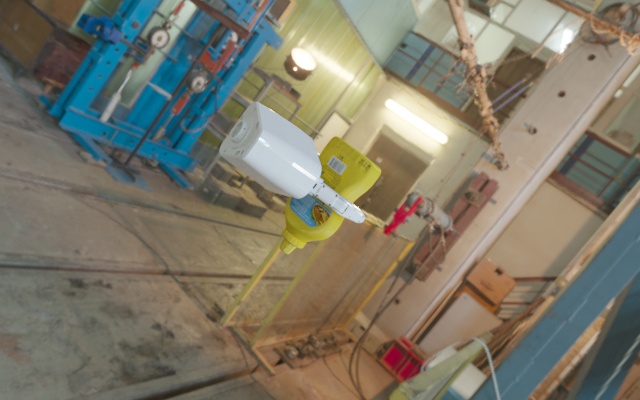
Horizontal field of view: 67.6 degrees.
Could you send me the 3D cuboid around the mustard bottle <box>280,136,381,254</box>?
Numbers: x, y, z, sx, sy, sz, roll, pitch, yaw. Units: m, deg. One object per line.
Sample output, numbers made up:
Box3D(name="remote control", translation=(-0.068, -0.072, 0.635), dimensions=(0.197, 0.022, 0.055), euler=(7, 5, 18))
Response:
Box3D(name="mustard bottle", translation=(0.000, 0.002, 0.729), dimensions=(0.096, 0.191, 0.058), euler=(41, 7, 33))
